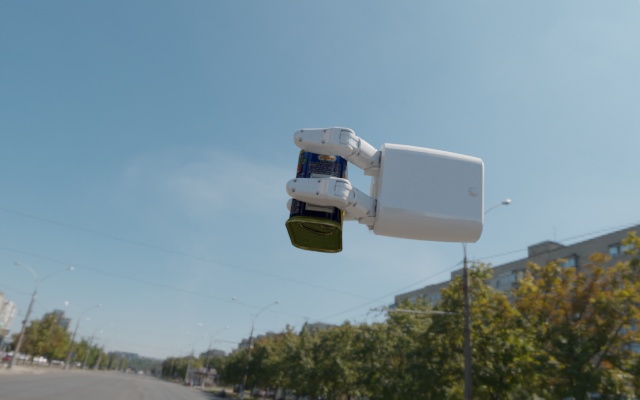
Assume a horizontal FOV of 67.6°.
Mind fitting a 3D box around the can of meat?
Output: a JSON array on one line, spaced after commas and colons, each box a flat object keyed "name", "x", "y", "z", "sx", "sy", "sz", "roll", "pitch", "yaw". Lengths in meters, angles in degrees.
[{"name": "can of meat", "x": 0.000, "y": 0.001, "z": 0.514, "sx": 0.057, "sy": 0.084, "sz": 0.102, "roll": 6, "pitch": -21, "yaw": 5}]
